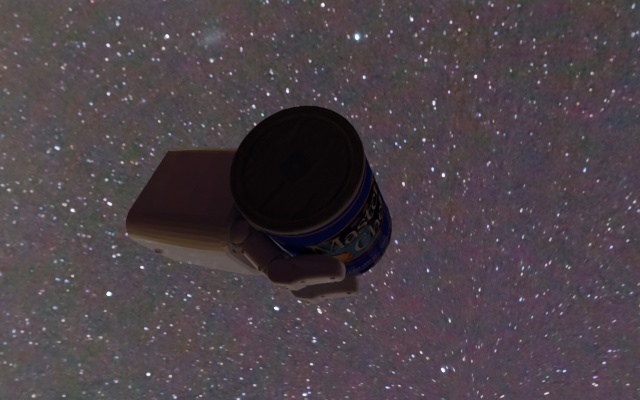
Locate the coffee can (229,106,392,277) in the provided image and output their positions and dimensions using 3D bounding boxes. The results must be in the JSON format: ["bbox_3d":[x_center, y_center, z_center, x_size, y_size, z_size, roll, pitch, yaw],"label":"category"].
[{"bbox_3d":[0.000,0.001,0.406,0.103,0.102,0.140,0,-23,17],"label":"coffee can"}]
